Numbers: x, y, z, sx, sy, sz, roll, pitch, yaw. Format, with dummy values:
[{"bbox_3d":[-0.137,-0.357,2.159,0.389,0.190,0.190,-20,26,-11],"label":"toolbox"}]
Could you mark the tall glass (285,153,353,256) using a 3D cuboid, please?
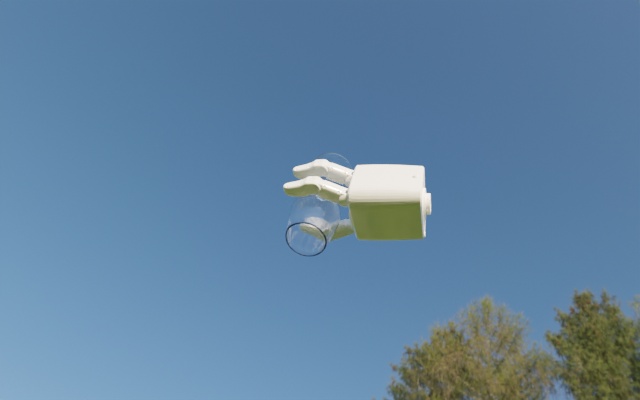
[{"bbox_3d":[0.000,0.002,0.765,0.079,0.079,0.201,0,33,15],"label":"tall glass"}]
